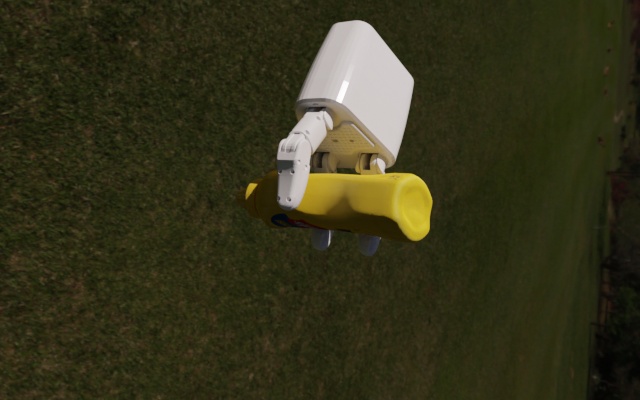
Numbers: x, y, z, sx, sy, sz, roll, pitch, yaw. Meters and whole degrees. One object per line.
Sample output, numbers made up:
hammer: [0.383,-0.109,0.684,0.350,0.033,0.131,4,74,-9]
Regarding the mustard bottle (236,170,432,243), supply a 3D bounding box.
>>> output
mustard bottle: [0.000,0.002,0.451,0.191,0.058,0.096,4,-6,30]
